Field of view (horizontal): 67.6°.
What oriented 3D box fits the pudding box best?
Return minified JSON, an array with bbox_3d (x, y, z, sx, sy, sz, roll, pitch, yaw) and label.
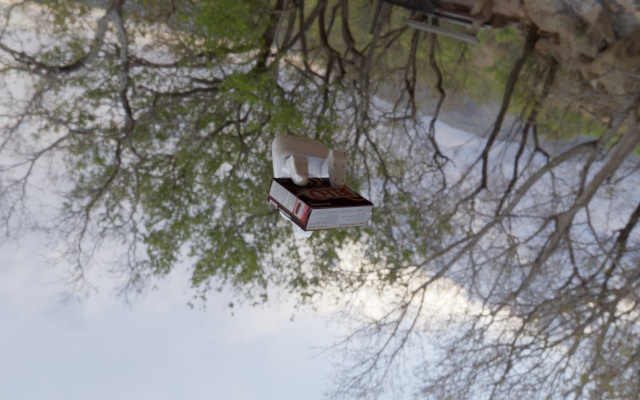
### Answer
[{"bbox_3d":[0.000,0.002,0.634,0.113,0.039,0.090,-5,28,-40],"label":"pudding box"}]
